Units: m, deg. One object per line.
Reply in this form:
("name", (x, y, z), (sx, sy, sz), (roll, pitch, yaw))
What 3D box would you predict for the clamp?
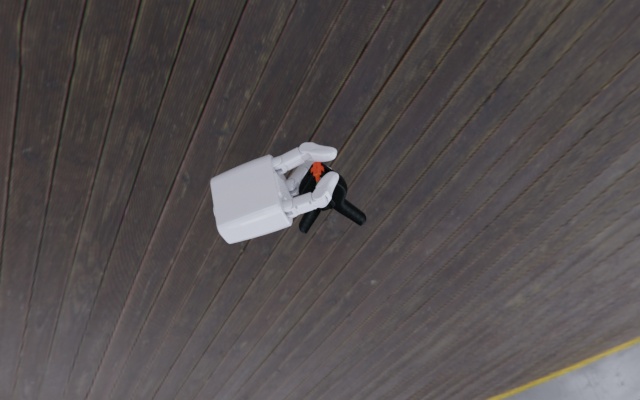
("clamp", (0.000, 0.003, 0.801), (0.120, 0.039, 0.172), (-19, -42, 9))
